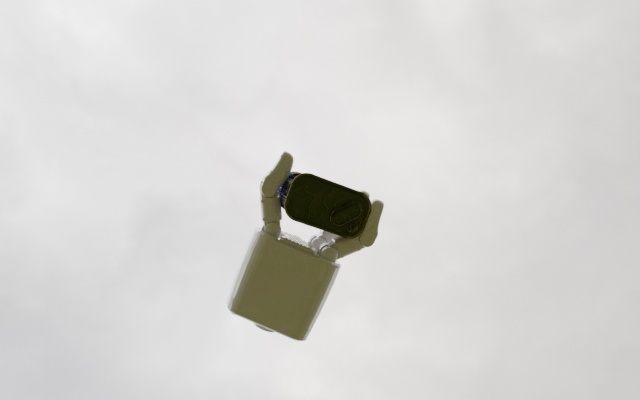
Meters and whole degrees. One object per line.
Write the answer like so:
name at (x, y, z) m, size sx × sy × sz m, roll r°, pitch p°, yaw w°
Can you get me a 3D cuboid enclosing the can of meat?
can of meat at (0.000, 0.002, 0.589) m, size 0.102 × 0.057 × 0.084 m, roll 19°, pitch 2°, yaw -16°
